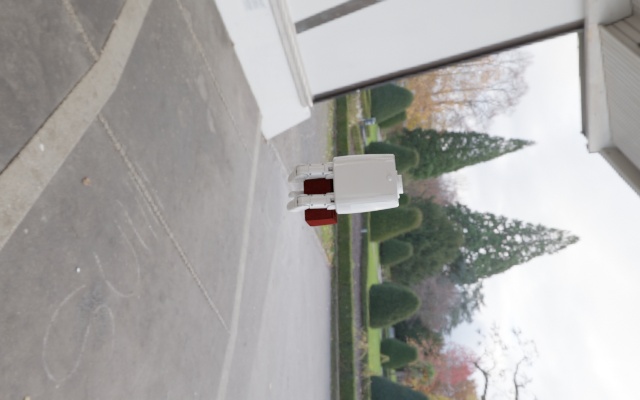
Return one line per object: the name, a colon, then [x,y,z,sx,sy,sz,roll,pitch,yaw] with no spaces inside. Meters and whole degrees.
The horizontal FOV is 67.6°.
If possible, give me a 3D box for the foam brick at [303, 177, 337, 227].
foam brick: [0.000,0.003,0.852,0.051,0.078,0.053,-4,-13,9]
